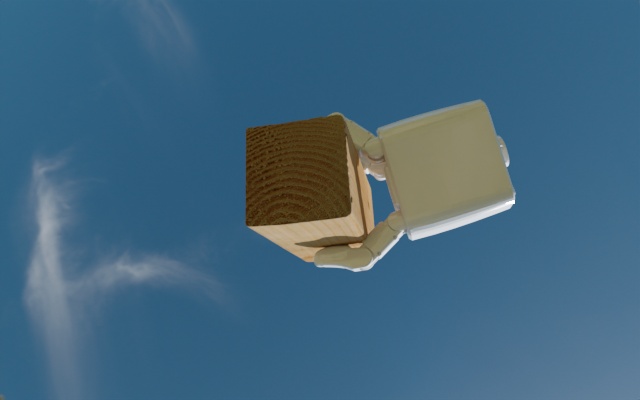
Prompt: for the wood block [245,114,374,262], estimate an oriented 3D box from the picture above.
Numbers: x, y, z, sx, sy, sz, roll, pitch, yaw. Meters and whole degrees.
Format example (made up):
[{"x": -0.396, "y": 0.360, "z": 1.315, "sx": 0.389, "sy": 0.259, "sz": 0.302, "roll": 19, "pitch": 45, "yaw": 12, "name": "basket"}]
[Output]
[{"x": 0.001, "y": 0.002, "z": 0.489, "sx": 0.090, "sy": 0.090, "sz": 0.206, "roll": -6, "pitch": -17, "yaw": 11, "name": "wood block"}]
